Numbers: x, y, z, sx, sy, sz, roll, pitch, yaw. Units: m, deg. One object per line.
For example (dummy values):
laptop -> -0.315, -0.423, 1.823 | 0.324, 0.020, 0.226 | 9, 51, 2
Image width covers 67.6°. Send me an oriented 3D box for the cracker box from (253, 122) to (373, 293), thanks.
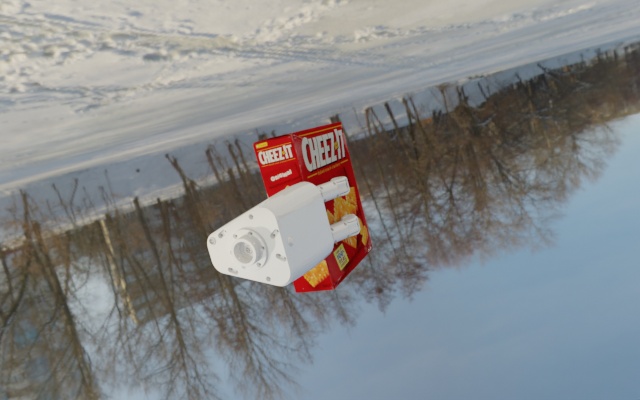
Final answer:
cracker box -> 0.000, 0.002, 0.694 | 0.072, 0.214, 0.164 | -10, 9, 28
